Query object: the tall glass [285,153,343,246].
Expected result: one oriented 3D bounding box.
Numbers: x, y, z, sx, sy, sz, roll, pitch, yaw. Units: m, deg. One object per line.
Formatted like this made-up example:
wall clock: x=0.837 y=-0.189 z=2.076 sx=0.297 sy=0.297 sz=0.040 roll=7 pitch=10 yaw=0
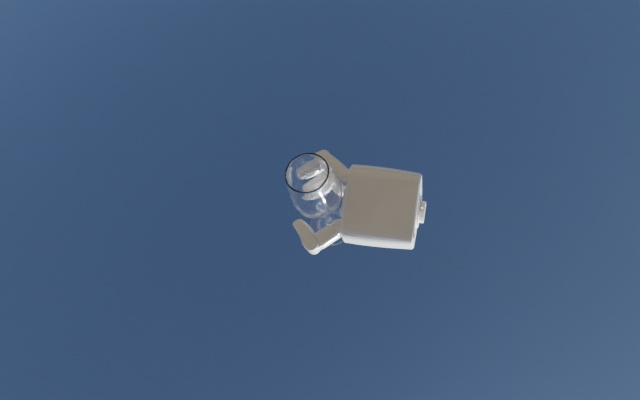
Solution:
tall glass: x=0.000 y=0.003 z=0.733 sx=0.079 sy=0.079 sz=0.201 roll=0 pitch=-24 yaw=12
